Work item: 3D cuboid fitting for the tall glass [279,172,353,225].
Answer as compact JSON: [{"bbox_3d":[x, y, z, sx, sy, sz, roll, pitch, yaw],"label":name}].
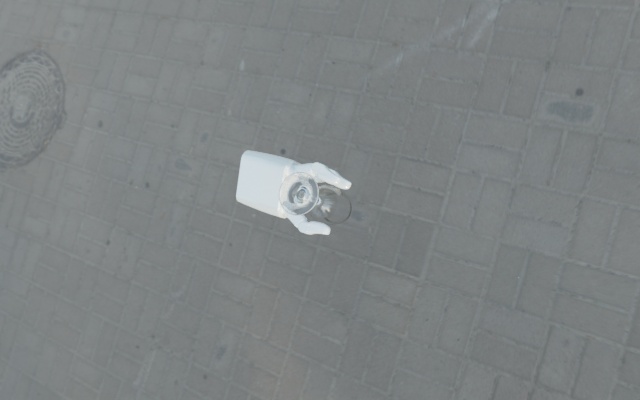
[{"bbox_3d":[0.000,0.003,0.891,0.079,0.079,0.201,0,-9,23],"label":"tall glass"}]
